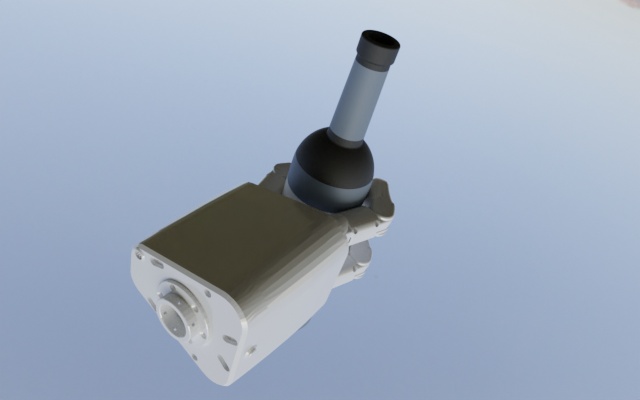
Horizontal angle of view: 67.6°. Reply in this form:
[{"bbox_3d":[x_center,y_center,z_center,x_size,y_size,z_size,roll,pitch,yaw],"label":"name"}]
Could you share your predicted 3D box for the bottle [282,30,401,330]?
[{"bbox_3d":[0.000,0.001,0.406,0.069,0.296,0.069,12,39,-10],"label":"bottle"}]
